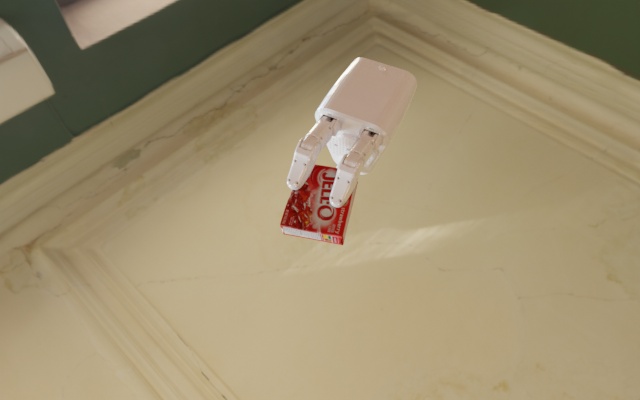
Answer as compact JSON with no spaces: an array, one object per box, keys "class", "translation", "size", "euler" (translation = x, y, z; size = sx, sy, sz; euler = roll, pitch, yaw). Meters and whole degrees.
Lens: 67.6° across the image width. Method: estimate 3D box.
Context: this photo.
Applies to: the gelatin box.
[{"class":"gelatin box","translation":[0.000,0.002,0.558],"size":[0.073,0.089,0.030],"euler":[10,-26,10]}]
